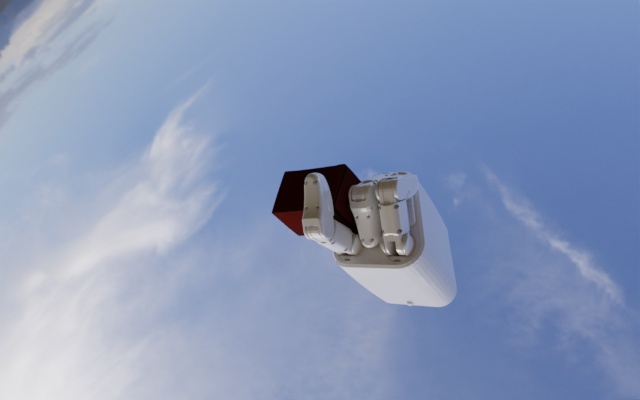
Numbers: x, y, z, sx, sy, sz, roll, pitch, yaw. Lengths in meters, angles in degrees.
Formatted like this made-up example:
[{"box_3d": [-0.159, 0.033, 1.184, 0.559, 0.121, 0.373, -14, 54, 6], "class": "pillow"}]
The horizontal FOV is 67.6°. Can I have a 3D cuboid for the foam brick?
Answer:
[{"box_3d": [0.000, 0.001, 0.485, 0.078, 0.053, 0.051, -4, -33, 36], "class": "foam brick"}]
